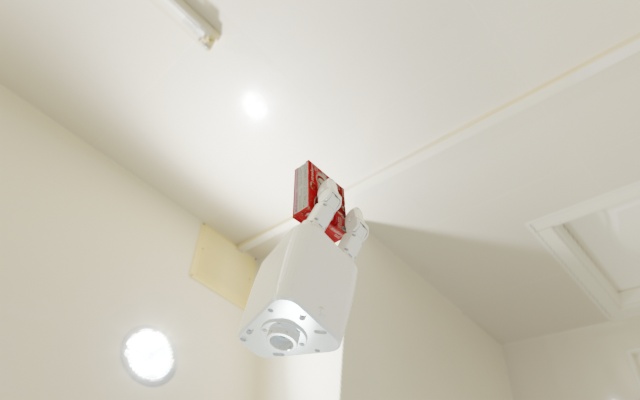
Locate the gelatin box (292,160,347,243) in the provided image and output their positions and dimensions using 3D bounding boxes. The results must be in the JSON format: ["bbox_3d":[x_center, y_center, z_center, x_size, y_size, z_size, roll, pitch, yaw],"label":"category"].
[{"bbox_3d":[0.000,0.002,0.616,0.030,0.089,0.073,-33,-52,28],"label":"gelatin box"}]
